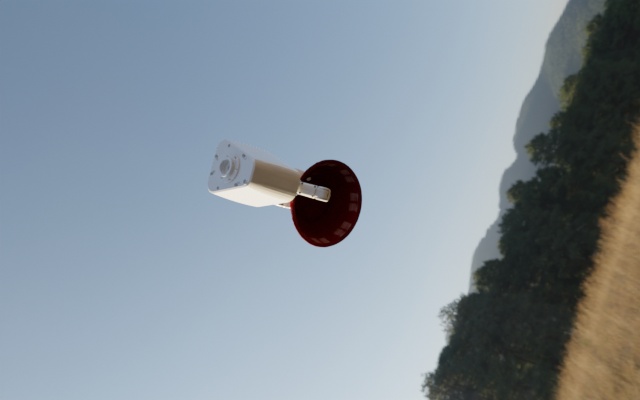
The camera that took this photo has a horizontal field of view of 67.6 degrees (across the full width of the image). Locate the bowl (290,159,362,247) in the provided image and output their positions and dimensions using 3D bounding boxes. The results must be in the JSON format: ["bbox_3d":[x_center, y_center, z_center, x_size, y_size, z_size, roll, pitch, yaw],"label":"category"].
[{"bbox_3d":[0.001,0.003,0.888,0.162,0.162,0.055,0,7,-36],"label":"bowl"}]
